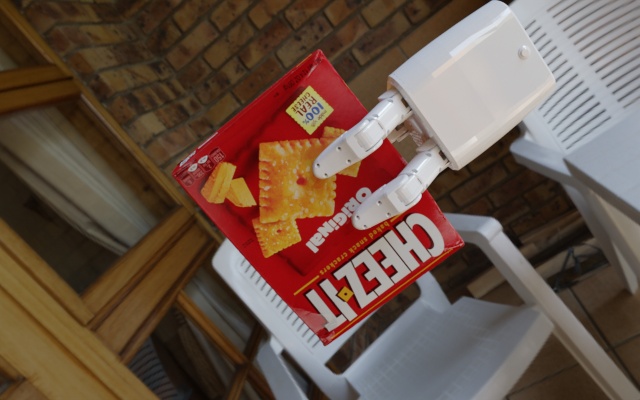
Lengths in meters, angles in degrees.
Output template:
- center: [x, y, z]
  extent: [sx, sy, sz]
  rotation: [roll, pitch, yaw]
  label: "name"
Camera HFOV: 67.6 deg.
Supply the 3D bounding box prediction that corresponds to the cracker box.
- center: [0.000, 0.001, 0.436]
  extent: [0.164, 0.214, 0.072]
  rotation: [-38, 12, 7]
  label: "cracker box"
